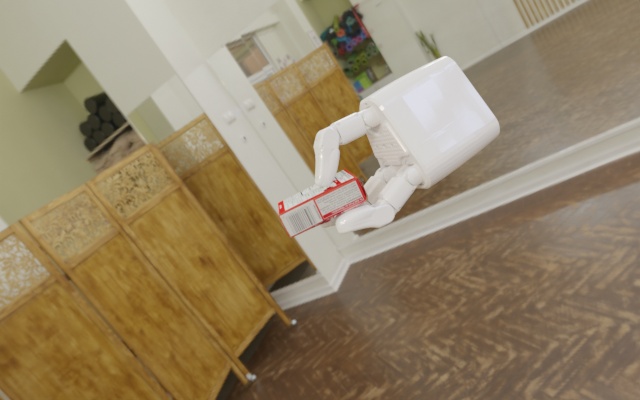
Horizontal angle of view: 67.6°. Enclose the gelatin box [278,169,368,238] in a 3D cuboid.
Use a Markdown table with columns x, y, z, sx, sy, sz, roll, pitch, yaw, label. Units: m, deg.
| x | y | z | sx | sy | sz | roll | pitch | yaw | label |
| --- | --- | --- | --- | --- | --- | --- | --- | --- | --- |
| 0.000 | 0.001 | 0.504 | 0.089 | 0.030 | 0.073 | -26 | 11 | -2 | gelatin box |
